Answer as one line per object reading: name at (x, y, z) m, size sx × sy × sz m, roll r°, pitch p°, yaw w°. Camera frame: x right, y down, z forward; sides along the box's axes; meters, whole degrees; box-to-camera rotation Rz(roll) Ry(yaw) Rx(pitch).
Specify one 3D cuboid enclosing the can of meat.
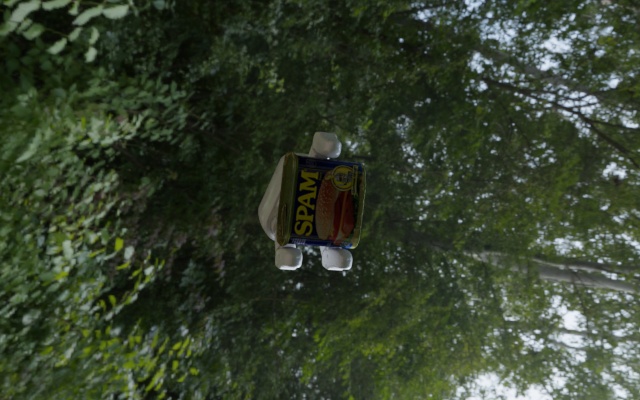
can of meat at (0.000, 0.002, 0.528) m, size 0.084 × 0.102 × 0.057 m, roll 6°, pitch 4°, yaw -15°
